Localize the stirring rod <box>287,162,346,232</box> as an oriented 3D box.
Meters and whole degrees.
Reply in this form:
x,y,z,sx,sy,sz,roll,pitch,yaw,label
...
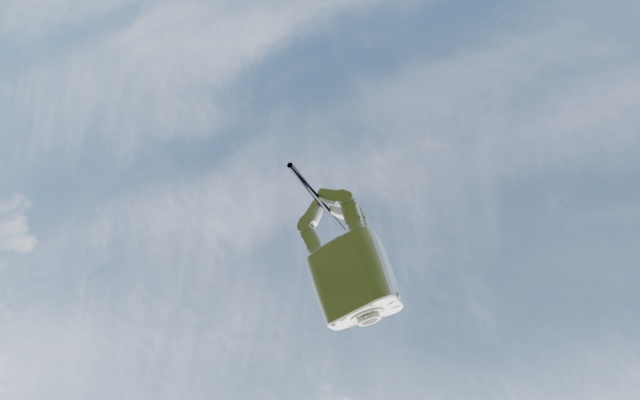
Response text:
x,y,z,sx,sy,sz,roll,pitch,yaw,label
0.000,0.002,0.722,0.011,0.011,0.240,0,-24,21,stirring rod
